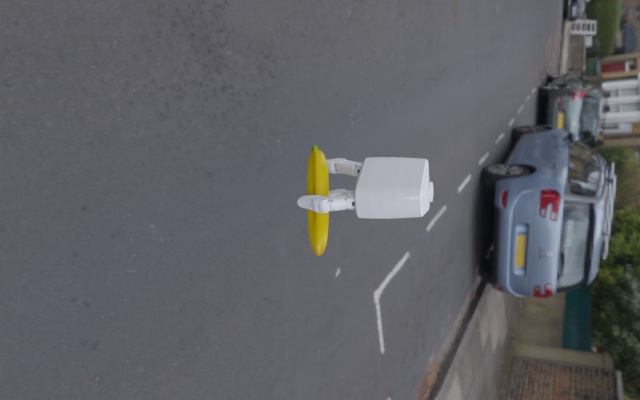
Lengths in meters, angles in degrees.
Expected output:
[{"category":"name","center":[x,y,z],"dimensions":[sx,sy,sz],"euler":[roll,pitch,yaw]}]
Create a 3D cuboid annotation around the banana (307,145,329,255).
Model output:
[{"category":"banana","center":[-0.003,-0.001,0.829],"dimensions":[0.037,0.198,0.069],"euler":[0,-1,8]}]
